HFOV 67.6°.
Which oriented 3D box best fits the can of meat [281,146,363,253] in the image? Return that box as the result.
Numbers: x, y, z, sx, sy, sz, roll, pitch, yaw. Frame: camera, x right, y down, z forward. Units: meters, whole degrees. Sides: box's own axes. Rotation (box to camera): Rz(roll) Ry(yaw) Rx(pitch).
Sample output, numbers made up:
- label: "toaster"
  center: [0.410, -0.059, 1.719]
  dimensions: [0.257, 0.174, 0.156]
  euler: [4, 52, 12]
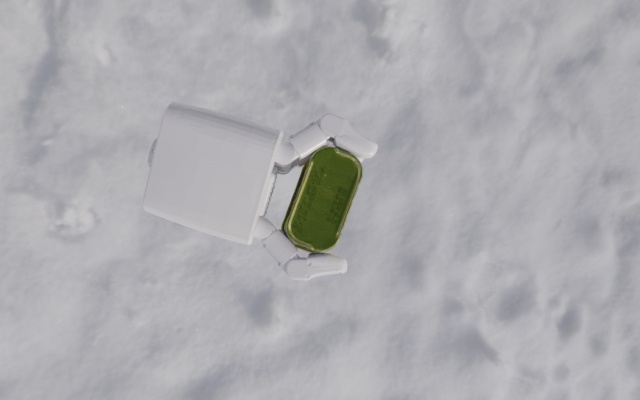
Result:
- label: "can of meat"
  center: [0.000, 0.002, 0.472]
  dimensions: [0.057, 0.102, 0.084]
  euler: [20, -6, -3]
